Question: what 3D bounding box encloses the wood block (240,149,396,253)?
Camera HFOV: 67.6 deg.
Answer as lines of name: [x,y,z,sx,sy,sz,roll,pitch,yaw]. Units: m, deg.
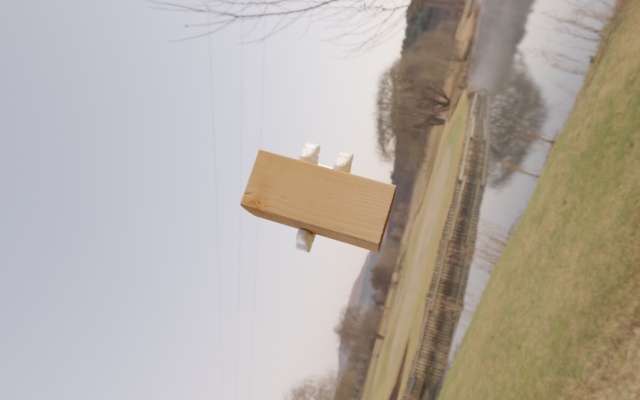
wood block: [0.000,0.003,0.714,0.206,0.091,0.090,15,-11,10]
